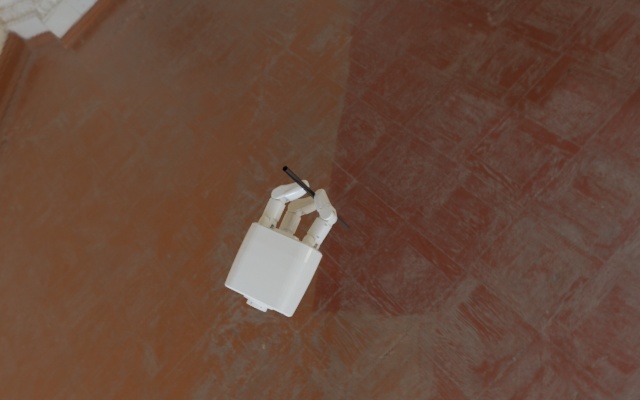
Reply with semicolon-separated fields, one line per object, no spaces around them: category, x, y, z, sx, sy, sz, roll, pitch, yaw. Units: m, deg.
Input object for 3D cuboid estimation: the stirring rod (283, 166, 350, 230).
stirring rod;0.000;0.003;0.770;0.011;0.011;0.240;0;-23;27
